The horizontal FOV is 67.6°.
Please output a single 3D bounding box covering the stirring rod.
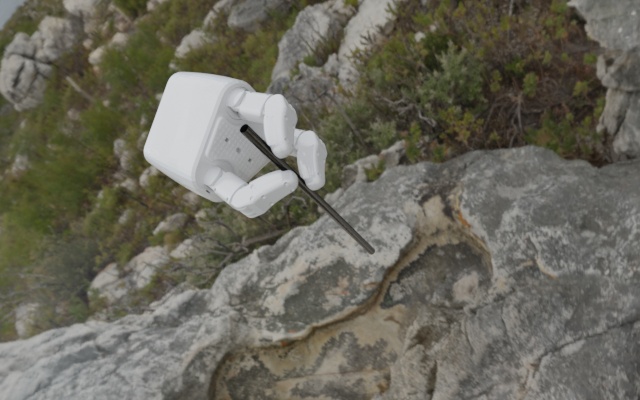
[{"bbox_3d":[0.000,0.002,0.451,0.011,0.011,0.240,0,-28,33],"label":"stirring rod"}]
